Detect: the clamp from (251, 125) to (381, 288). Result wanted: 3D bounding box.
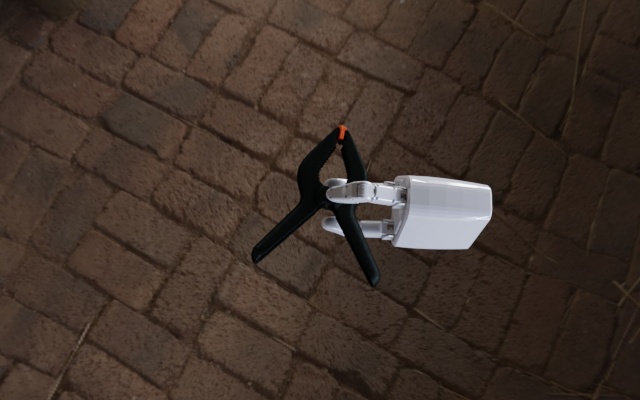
[{"bbox_3d":[0.000,0.001,0.623,0.164,0.210,0.036,5,-14,-4],"label":"clamp"}]
